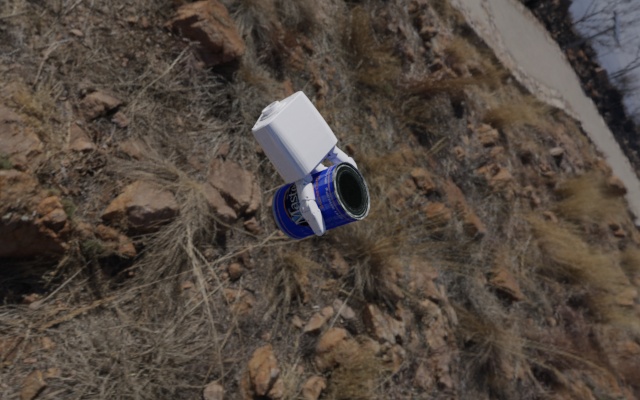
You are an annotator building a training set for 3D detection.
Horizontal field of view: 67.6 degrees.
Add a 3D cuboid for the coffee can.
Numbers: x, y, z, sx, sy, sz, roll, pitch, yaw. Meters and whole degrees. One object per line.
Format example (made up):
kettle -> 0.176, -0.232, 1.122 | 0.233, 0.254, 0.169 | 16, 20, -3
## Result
coffee can -> 0.000, 0.003, 0.833 | 0.140, 0.103, 0.103 | -20, -12, 35
